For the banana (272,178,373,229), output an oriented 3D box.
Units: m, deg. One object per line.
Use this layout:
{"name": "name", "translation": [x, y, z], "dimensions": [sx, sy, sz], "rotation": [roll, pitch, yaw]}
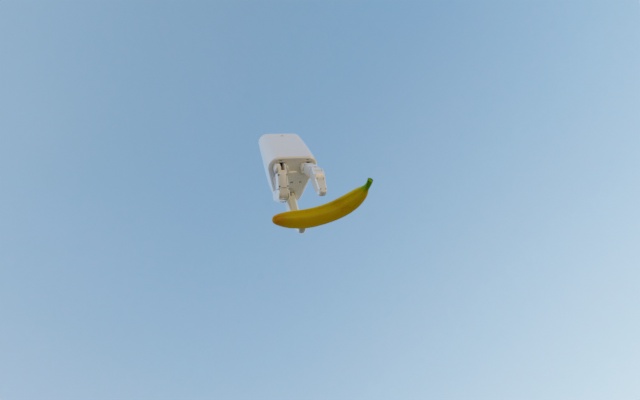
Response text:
{"name": "banana", "translation": [0.008, 0.015, 0.890], "dimensions": [0.198, 0.070, 0.037], "rotation": [-23, 41, -5]}
